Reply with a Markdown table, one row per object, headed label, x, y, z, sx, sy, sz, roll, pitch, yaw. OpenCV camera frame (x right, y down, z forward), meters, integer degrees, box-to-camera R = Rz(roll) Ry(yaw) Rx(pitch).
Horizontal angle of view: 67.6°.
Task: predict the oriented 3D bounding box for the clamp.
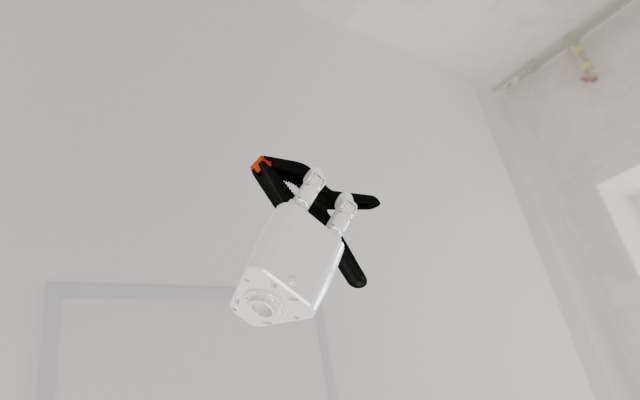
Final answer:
| label | x | y | z | sx | sy | sz | roll | pitch | yaw |
| --- | --- | --- | --- | --- | --- | --- | --- | --- | --- |
| clamp | -0.001 | 0.002 | 0.657 | 0.036 | 0.210 | 0.164 | -39 | 17 | 39 |
